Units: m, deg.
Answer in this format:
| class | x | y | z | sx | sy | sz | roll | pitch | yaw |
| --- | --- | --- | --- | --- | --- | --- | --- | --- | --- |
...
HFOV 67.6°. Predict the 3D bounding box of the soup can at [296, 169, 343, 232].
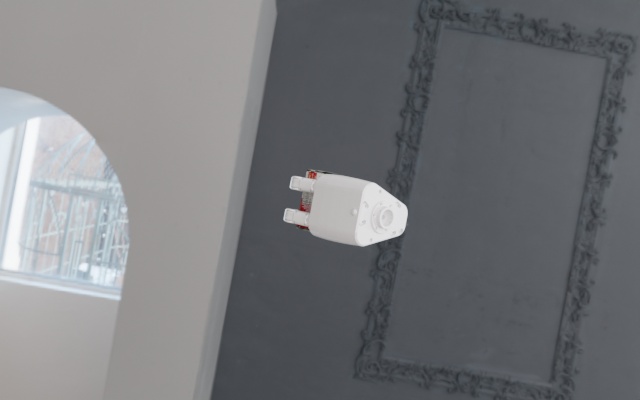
| class | x | y | z | sx | sy | sz | roll | pitch | yaw |
| --- | --- | --- | --- | --- | --- | --- | --- | --- | --- |
| soup can | 0.000 | 0.002 | 0.813 | 0.068 | 0.102 | 0.068 | 11 | 1 | 0 |
